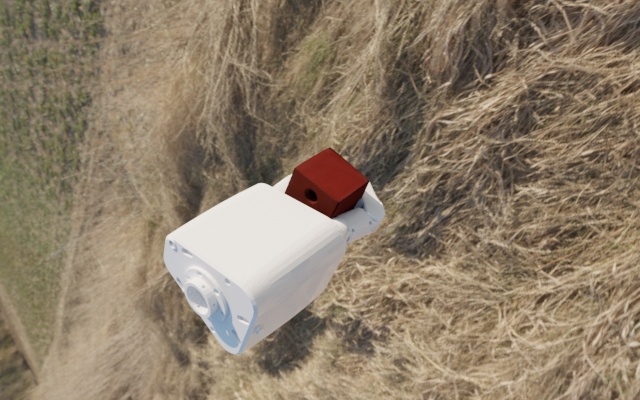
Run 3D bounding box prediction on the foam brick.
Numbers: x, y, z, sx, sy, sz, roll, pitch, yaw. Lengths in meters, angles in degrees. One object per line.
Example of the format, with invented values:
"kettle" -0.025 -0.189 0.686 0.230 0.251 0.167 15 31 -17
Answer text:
"foam brick" 0.000 0.001 0.447 0.053 0.078 0.051 40 45 17
